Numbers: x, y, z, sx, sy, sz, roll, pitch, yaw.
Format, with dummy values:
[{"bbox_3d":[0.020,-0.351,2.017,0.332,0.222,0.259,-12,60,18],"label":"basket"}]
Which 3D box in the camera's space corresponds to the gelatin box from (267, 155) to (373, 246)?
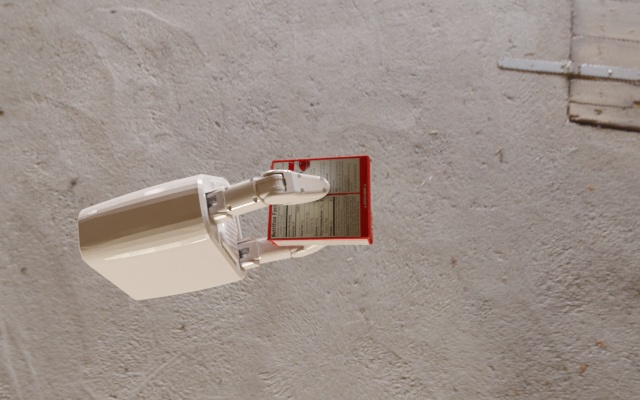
[{"bbox_3d":[0.000,0.001,0.413,0.089,0.073,0.030,-2,-16,10],"label":"gelatin box"}]
